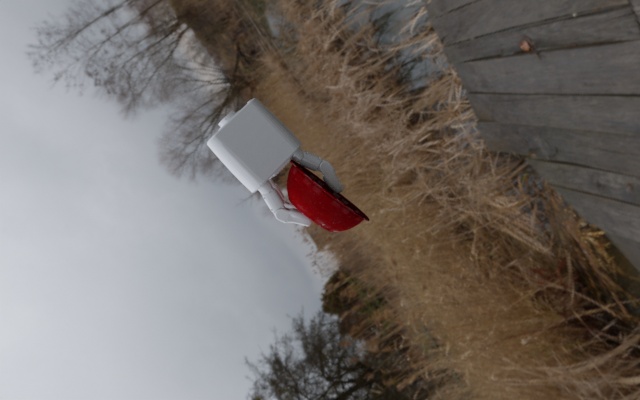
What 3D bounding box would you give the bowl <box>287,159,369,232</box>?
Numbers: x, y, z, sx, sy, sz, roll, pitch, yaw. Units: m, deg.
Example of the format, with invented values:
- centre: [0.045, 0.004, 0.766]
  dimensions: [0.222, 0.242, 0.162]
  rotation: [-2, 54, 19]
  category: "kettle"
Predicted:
- centre: [0.001, 0.004, 0.776]
  dimensions: [0.162, 0.055, 0.162]
  rotation: [37, 5, -4]
  category: "bowl"
